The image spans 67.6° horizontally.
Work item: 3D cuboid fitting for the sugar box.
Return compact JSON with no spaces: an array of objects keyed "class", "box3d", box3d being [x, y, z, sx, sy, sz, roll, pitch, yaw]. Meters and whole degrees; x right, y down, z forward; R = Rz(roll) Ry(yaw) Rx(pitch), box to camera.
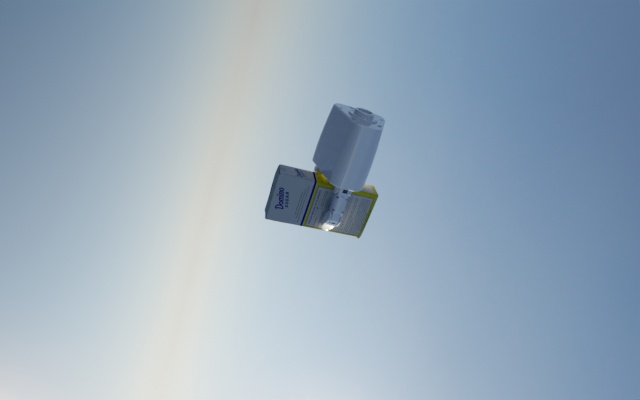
[{"class":"sugar box","box3d":[0.000,0.002,0.822,0.176,0.093,0.048,14,26,-13]}]
